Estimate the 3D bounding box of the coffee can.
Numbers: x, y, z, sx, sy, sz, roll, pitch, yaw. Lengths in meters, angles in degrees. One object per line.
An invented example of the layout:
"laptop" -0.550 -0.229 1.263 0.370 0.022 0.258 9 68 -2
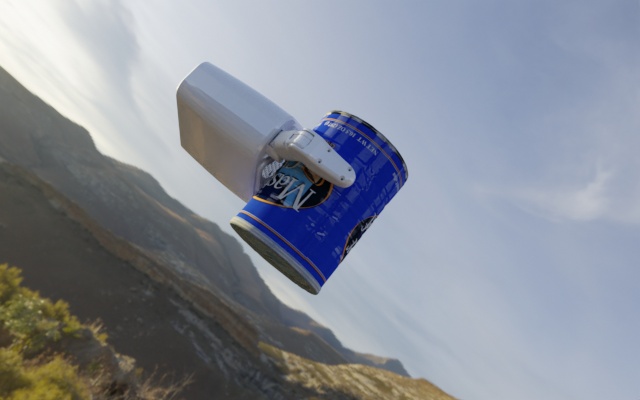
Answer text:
"coffee can" 0.000 0.002 0.447 0.103 0.140 0.103 37 -15 12
